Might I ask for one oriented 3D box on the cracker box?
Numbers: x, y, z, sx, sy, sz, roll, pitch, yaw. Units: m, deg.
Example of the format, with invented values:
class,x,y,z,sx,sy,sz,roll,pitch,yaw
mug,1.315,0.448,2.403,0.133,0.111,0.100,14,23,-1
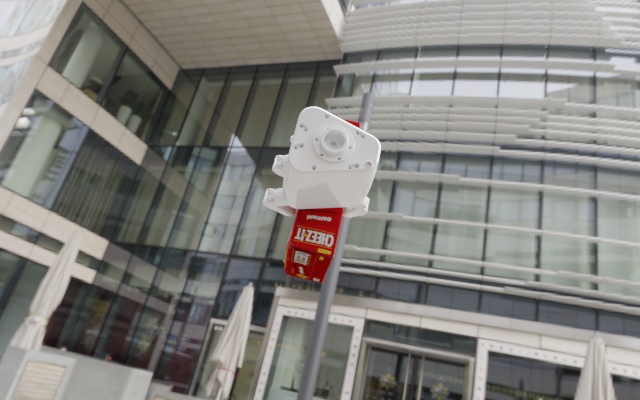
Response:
class,x,y,z,sx,sy,sz,roll,pitch,yaw
cracker box,0.000,0.002,0.740,0.072,0.213,0.164,13,-22,0
